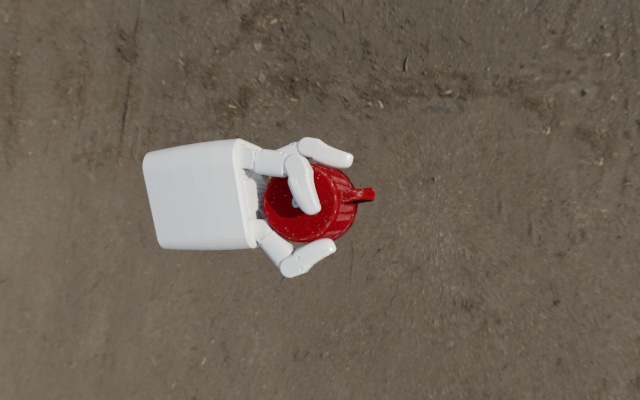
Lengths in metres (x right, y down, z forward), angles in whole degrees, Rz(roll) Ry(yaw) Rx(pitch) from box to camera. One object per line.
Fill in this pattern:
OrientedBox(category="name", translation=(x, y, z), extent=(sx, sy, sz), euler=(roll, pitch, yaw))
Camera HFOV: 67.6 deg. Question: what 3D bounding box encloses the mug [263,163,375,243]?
OrientedBox(category="mug", translation=(0.001, 0.002, 0.511), extent=(0.117, 0.093, 0.081), euler=(-6, -3, 14))
